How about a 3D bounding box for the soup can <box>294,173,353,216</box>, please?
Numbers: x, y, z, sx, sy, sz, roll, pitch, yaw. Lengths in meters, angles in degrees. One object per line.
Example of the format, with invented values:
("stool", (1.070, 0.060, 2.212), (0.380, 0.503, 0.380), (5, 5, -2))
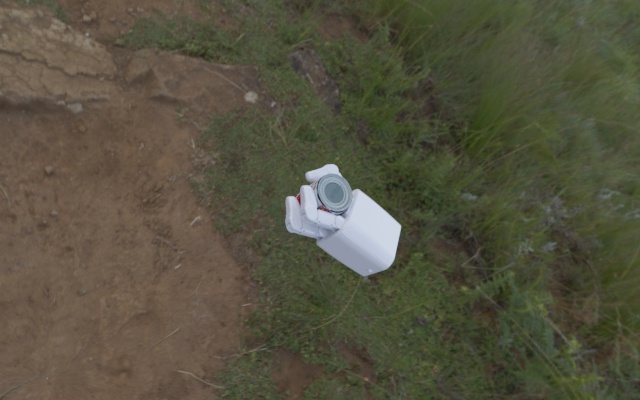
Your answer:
("soup can", (0.000, 0.002, 0.803), (0.068, 0.068, 0.102), (0, -18, -30))
